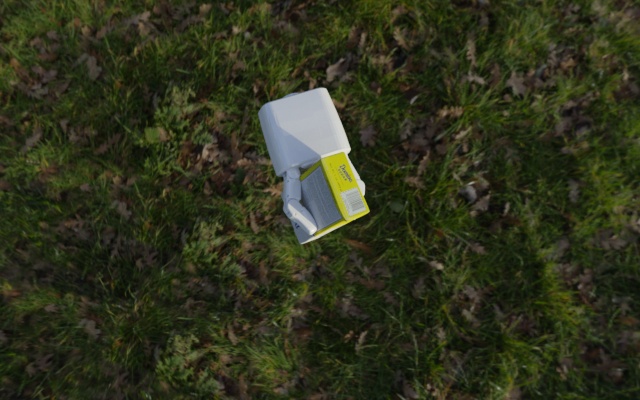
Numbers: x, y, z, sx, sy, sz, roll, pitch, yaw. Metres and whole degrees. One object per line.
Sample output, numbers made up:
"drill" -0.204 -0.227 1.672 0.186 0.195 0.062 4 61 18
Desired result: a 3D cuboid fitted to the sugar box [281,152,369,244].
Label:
"sugar box" 0.001 0.002 0.716 0.048 0.093 0.176 -19 -6 -25
